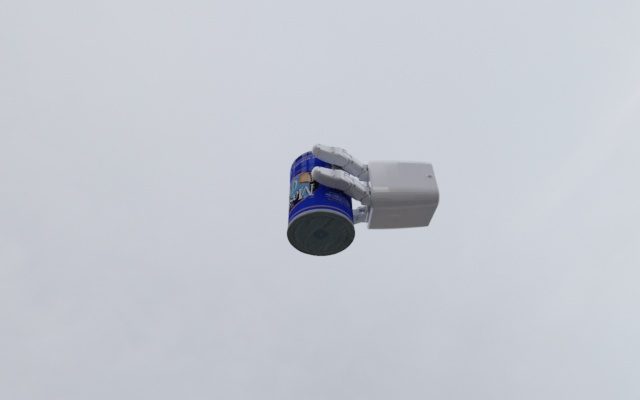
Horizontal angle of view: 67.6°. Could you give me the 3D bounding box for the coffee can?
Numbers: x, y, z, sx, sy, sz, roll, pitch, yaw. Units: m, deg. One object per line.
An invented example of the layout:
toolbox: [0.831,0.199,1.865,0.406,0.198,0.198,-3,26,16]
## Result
coffee can: [0.000,0.003,0.760,0.103,0.140,0.103,0,-44,0]
